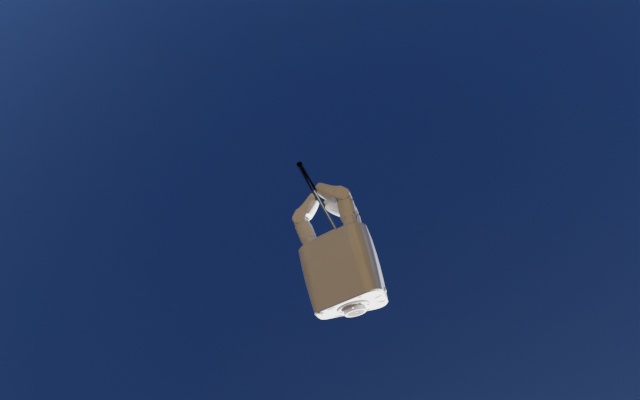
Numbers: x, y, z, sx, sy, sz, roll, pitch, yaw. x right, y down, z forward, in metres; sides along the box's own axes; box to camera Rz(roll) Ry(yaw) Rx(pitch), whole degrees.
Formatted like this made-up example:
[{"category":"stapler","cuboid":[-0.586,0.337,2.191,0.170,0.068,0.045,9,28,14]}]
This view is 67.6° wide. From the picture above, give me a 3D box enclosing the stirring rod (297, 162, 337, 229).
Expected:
[{"category":"stirring rod","cuboid":[0.000,0.003,0.770,0.011,0.011,0.240,0,-26,16]}]
